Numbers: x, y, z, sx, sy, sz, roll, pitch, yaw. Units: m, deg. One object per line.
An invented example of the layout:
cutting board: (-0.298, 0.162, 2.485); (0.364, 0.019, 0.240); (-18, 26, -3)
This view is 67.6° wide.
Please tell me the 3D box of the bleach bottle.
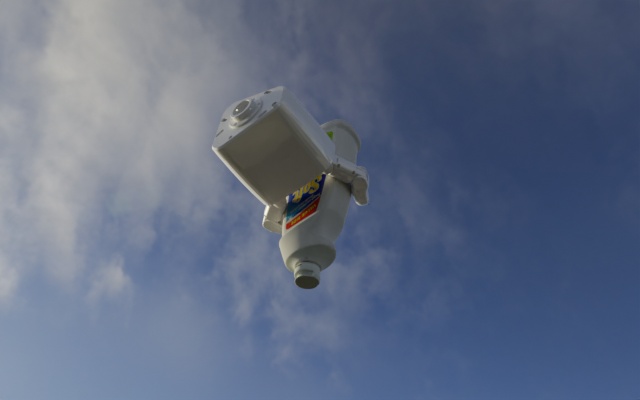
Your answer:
bleach bottle: (0.000, 0.002, 0.636); (0.102, 0.250, 0.068); (-22, -50, 26)
